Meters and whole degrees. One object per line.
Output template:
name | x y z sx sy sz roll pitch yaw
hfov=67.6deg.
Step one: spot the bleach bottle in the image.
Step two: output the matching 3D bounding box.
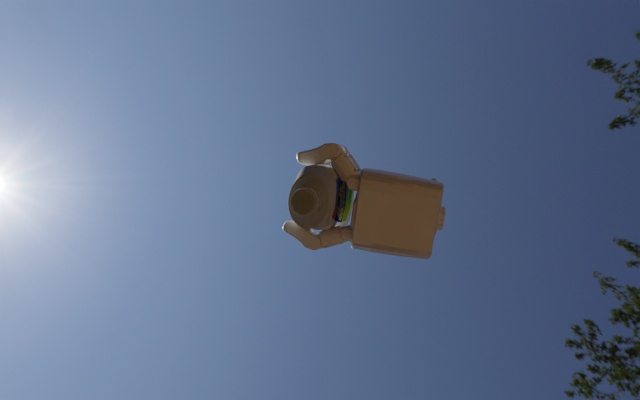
bleach bottle | 0.000 0.002 0.655 0.068 0.102 0.251 10 5 9
